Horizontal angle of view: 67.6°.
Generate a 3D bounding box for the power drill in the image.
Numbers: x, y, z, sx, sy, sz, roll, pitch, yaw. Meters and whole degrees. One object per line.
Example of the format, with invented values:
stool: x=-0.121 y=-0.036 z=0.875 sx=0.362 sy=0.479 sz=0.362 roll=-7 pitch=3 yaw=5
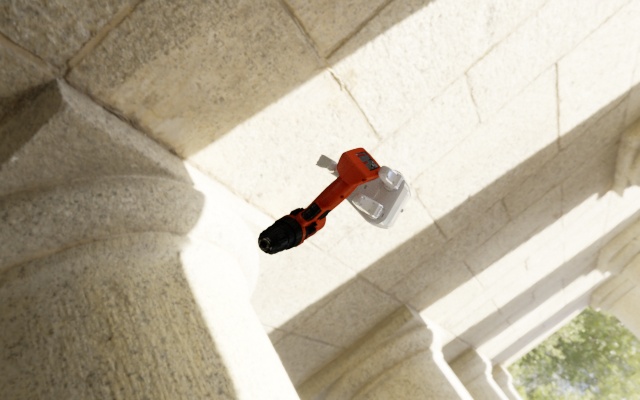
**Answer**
power drill: x=0.001 y=0.002 z=0.728 sx=0.188 sy=0.057 sz=0.184 roll=-43 pitch=-6 yaw=25
